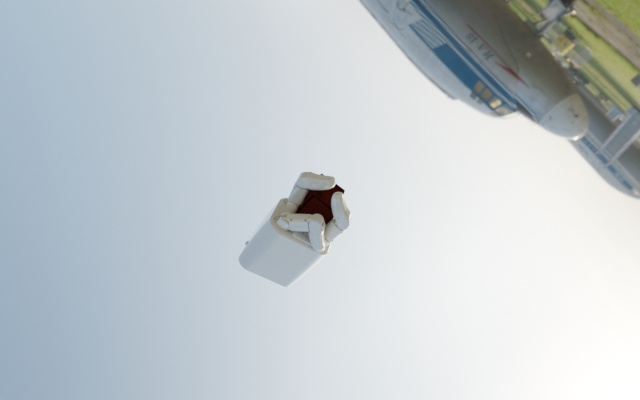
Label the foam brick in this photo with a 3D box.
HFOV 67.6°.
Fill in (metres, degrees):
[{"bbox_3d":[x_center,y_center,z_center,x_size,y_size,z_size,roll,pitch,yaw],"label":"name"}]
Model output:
[{"bbox_3d":[0.000,0.002,0.786,0.053,0.051,0.078,37,30,-9],"label":"foam brick"}]
